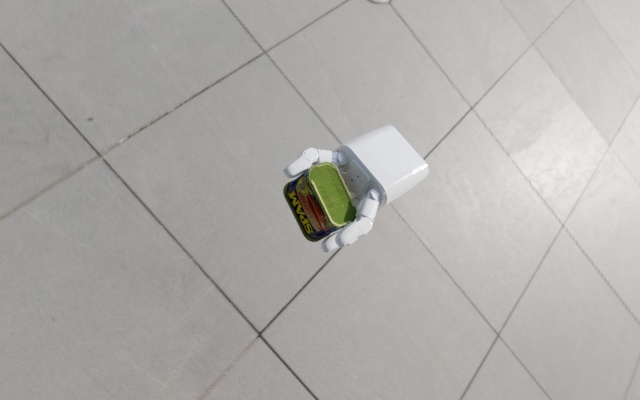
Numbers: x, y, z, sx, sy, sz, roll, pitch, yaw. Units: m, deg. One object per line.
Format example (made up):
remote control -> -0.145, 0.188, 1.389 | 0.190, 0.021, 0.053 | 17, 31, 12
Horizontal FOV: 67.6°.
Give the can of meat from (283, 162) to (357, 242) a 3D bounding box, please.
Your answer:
can of meat -> 0.000, 0.002, 0.702 | 0.057, 0.102, 0.084 | -25, -3, -32
